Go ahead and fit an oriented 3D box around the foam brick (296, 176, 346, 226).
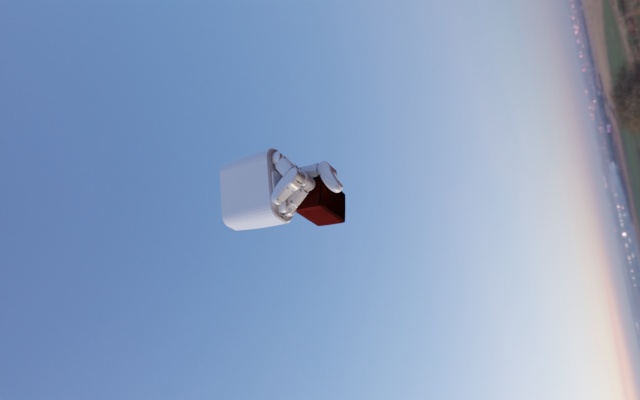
[{"bbox_3d":[0.000,0.003,0.772,0.051,0.053,0.078,-12,-29,30],"label":"foam brick"}]
